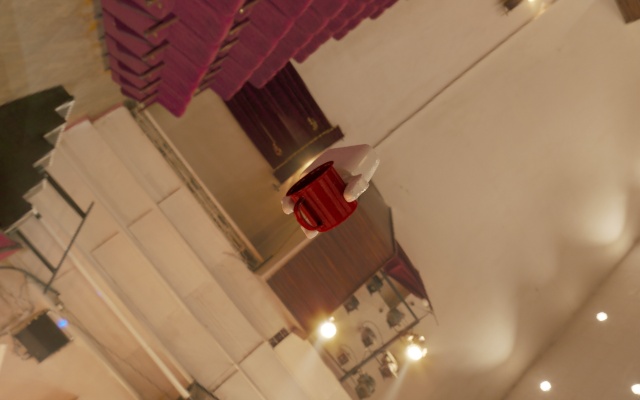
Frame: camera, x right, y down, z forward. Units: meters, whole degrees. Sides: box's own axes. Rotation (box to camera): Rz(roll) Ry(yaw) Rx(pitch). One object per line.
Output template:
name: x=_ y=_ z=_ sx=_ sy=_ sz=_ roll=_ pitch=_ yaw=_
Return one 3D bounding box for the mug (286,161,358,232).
mug: x=0.000 y=0.003 z=0.751 sx=0.093 sy=0.081 sz=0.117 roll=-25 pitch=17 yaw=41
